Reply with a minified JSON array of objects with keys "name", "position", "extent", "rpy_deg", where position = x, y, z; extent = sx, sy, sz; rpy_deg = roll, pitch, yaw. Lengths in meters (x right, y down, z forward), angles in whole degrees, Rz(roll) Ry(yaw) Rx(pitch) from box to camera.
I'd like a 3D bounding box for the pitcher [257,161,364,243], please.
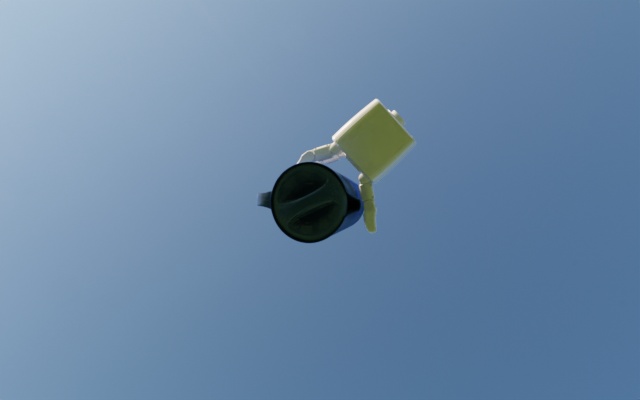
[{"name":"pitcher","position":[0.000,0.003,0.889],"extent":[0.145,0.149,0.243],"rpy_deg":[-44,-11,10]}]
